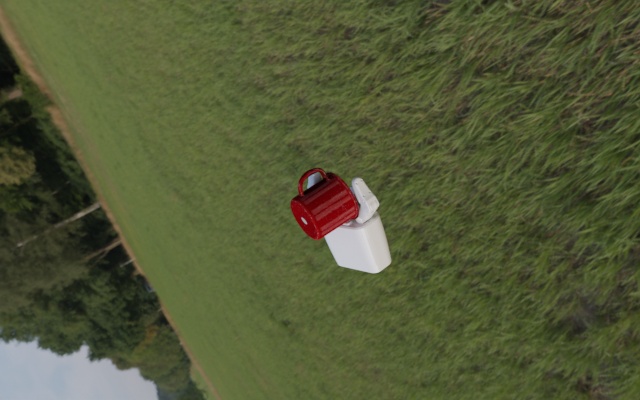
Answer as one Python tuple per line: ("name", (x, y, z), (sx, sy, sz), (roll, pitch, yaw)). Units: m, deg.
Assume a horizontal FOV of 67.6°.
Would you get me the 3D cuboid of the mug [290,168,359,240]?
("mug", (0.000, 0.002, 0.790), (0.081, 0.117, 0.093), (-33, 29, -20))
